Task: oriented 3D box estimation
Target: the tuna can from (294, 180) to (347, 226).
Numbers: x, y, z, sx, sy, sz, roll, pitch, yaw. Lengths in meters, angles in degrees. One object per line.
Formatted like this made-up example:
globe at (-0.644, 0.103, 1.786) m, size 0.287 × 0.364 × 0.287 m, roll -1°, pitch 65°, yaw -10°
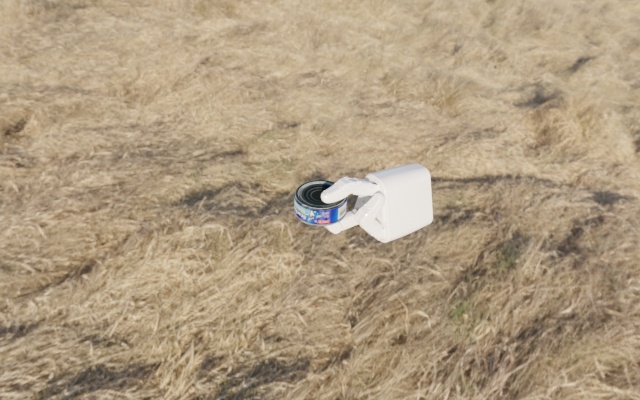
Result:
tuna can at (0.000, 0.002, 0.766) m, size 0.086 × 0.034 × 0.086 m, roll 1°, pitch 35°, yaw -1°
